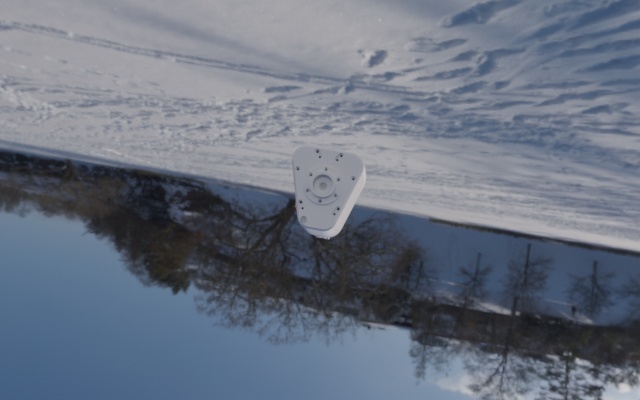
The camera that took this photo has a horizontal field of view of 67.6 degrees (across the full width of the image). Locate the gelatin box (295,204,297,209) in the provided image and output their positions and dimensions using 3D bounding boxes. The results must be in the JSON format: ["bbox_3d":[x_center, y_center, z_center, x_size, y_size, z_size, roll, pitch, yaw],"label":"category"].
[{"bbox_3d":[0.000,0.003,0.783,0.073,0.030,0.089,11,-10,-8],"label":"gelatin box"}]
